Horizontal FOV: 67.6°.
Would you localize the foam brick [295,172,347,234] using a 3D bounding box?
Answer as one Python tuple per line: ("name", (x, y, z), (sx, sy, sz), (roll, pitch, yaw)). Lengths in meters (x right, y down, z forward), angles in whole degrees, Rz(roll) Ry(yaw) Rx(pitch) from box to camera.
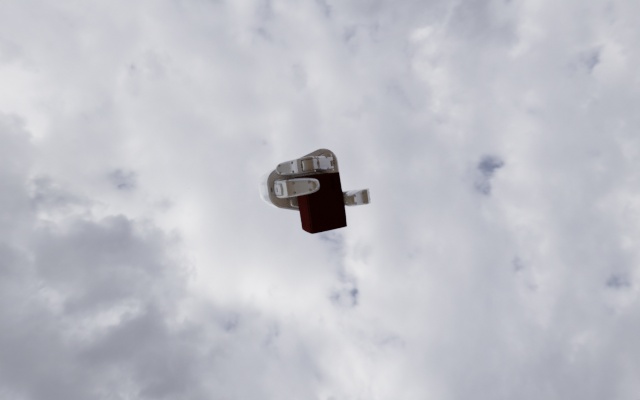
("foam brick", (0.000, 0.002, 0.656), (0.053, 0.078, 0.051), (-9, 3, -17))
